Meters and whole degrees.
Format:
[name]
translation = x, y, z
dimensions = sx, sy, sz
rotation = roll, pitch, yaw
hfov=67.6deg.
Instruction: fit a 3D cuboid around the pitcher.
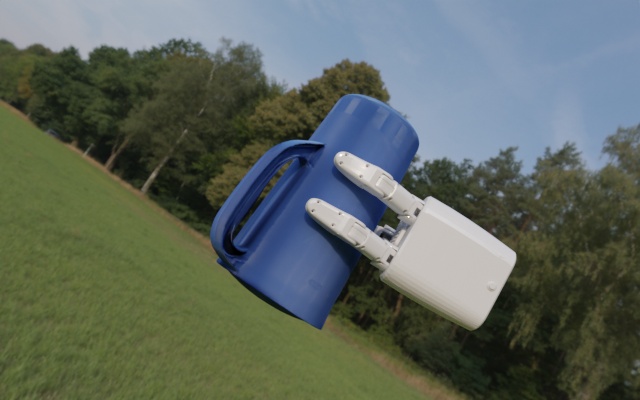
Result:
[pitcher]
translation = 0.000, 0.002, 0.520
dimensions = 0.145, 0.243, 0.149
rotation = 32, -11, 4
